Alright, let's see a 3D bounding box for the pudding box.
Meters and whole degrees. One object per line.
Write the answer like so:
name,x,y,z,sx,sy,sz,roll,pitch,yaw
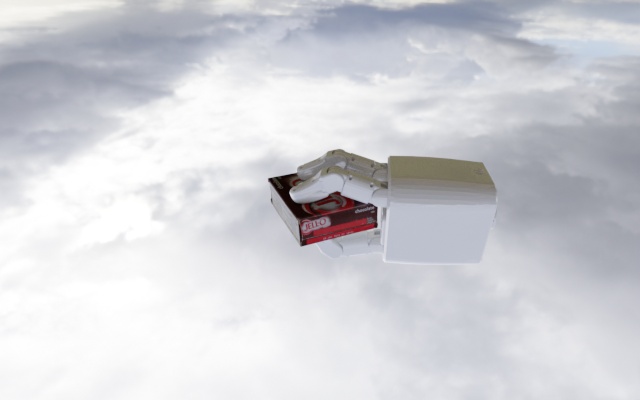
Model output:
pudding box,0.000,0.002,0.531,0.090,0.039,0.113,-12,26,-19
